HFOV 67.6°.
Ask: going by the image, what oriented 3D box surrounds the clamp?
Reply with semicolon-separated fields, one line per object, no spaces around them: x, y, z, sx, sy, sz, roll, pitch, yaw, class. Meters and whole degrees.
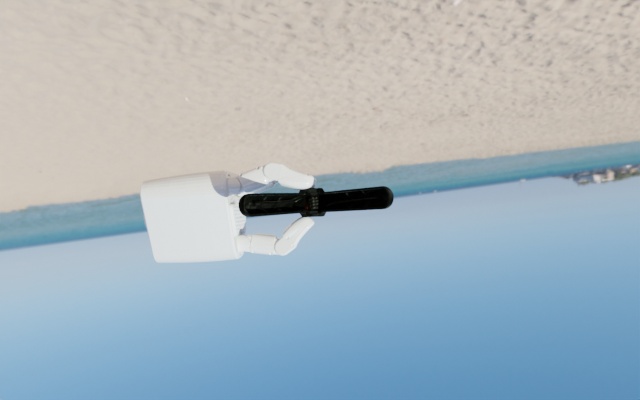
0.000;0.003;0.592;0.164;0.036;0.210;-2;-1;3;clamp
